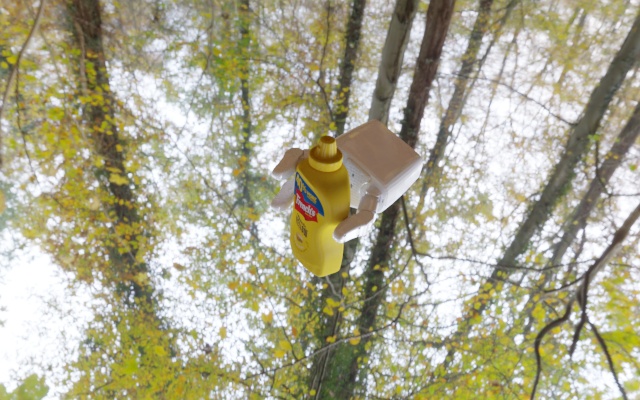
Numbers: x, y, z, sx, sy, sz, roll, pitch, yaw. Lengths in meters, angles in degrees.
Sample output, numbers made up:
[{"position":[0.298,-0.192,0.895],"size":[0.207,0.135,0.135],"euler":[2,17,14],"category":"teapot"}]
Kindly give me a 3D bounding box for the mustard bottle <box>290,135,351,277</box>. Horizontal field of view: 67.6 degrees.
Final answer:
[{"position":[0.000,0.002,0.615],"size":[0.058,0.192,0.096],"euler":[-14,44,-24],"category":"mustard bottle"}]
